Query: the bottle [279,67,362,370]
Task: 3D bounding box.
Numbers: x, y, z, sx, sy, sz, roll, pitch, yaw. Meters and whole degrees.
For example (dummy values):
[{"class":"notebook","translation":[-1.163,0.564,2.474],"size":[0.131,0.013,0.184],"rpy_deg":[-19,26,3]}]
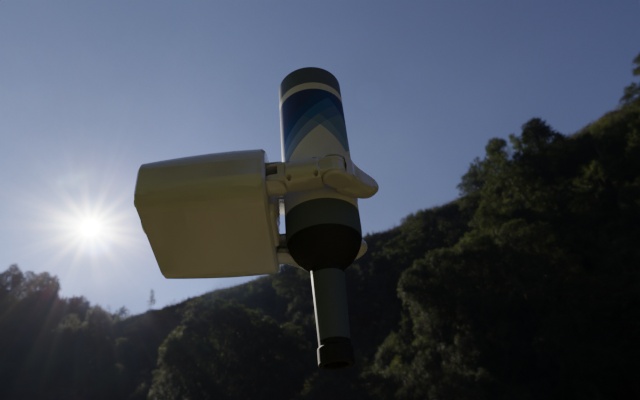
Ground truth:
[{"class":"bottle","translation":[0.000,0.001,0.436],"size":[0.069,0.295,0.069],"rpy_deg":[-4,-34,-3]}]
